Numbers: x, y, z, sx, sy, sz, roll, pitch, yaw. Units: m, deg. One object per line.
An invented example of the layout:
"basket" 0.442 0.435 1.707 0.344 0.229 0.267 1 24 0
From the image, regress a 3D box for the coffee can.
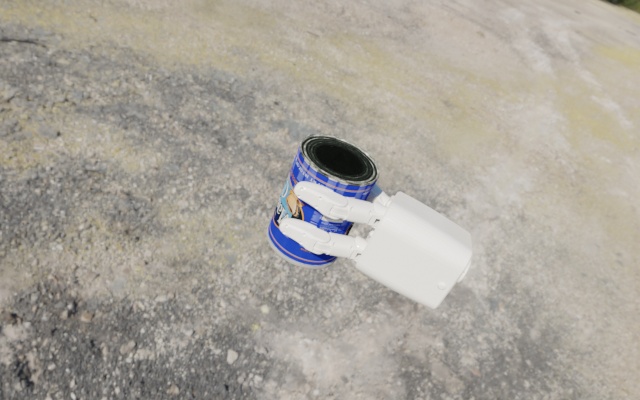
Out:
"coffee can" 0.000 0.002 0.604 0.103 0.140 0.102 16 34 -11
